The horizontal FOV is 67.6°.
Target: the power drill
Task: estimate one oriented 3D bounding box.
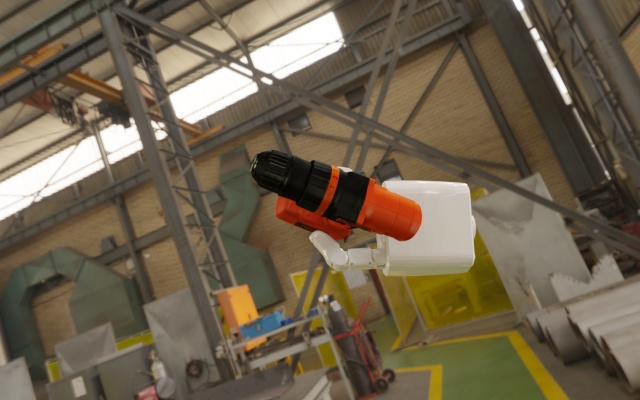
[{"bbox_3d":[0.000,0.002,0.549,0.184,0.057,0.187,22,-9,-12],"label":"power drill"}]
